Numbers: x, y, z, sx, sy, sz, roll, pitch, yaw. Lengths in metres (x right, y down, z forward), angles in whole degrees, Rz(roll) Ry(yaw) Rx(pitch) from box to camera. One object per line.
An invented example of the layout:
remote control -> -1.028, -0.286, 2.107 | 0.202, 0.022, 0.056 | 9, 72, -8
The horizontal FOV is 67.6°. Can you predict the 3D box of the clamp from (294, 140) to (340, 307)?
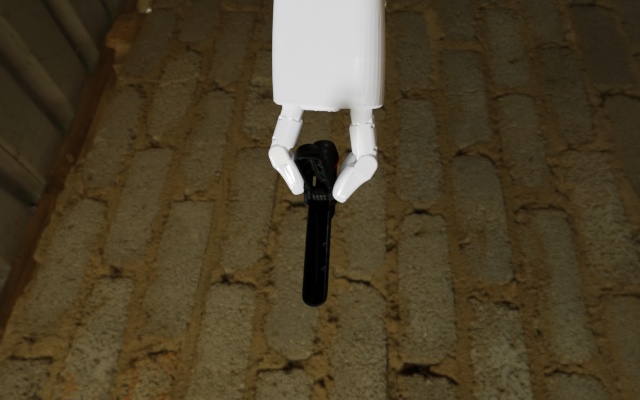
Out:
clamp -> -0.001, 0.001, 0.519 | 0.036, 0.165, 0.210 | 2, 18, 5
